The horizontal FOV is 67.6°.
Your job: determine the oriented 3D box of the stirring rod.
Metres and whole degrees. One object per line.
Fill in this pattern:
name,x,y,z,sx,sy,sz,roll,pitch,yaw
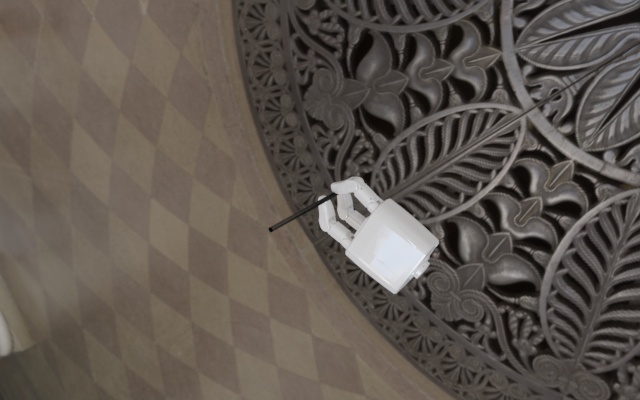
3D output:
stirring rod,0.000,0.003,0.776,0.011,0.011,0.239,0,19,40
